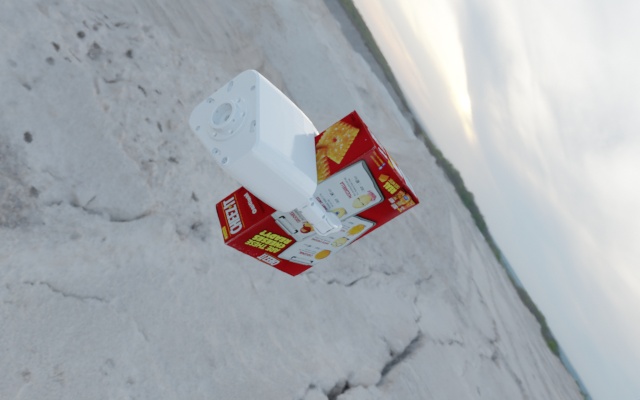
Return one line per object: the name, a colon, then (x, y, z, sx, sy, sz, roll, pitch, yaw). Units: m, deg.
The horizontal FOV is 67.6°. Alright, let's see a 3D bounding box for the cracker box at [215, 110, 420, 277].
cracker box: (0.000, 0.002, 0.620, 0.214, 0.072, 0.164, -32, -35, 14)
